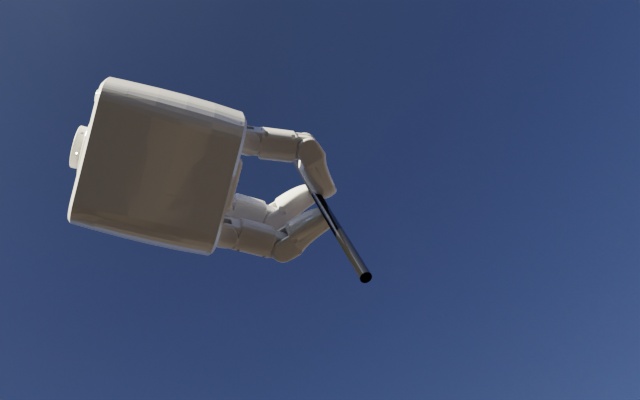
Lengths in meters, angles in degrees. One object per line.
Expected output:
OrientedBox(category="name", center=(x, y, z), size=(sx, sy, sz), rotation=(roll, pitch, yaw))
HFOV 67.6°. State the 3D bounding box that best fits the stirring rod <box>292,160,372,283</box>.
OrientedBox(category="stirring rod", center=(0.000, 0.001, 0.402), size=(0.011, 0.011, 0.239), rotation=(0, 23, -15))
